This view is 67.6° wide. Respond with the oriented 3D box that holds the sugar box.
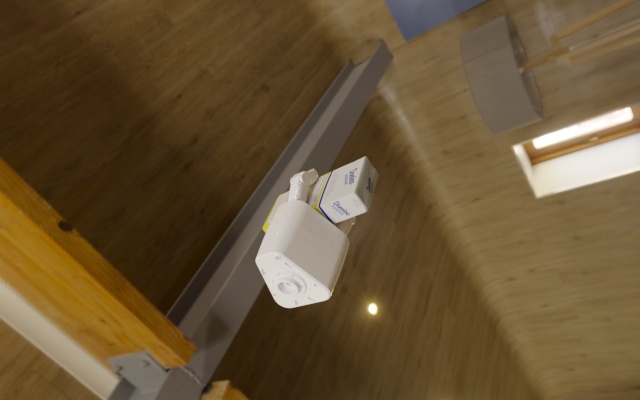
[{"bbox_3d":[0.000,0.003,0.737,0.176,0.048,0.093,-20,30,31],"label":"sugar box"}]
